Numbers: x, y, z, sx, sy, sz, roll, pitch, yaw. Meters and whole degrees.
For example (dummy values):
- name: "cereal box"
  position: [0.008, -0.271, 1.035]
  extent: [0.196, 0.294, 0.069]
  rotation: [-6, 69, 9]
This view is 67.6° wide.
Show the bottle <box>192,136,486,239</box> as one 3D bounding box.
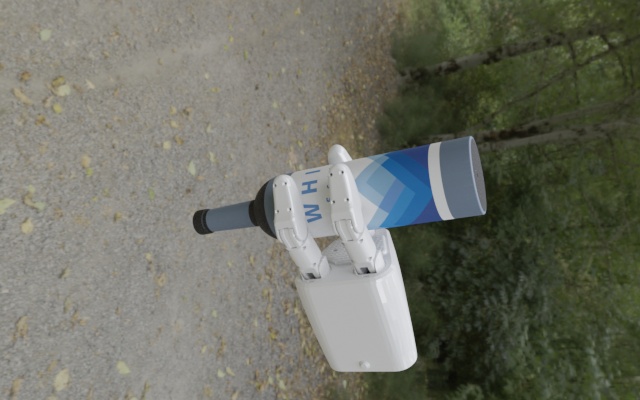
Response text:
- name: "bottle"
  position: [0.000, 0.001, 0.459]
  extent: [0.296, 0.069, 0.069]
  rotation: [-10, -4, 25]
